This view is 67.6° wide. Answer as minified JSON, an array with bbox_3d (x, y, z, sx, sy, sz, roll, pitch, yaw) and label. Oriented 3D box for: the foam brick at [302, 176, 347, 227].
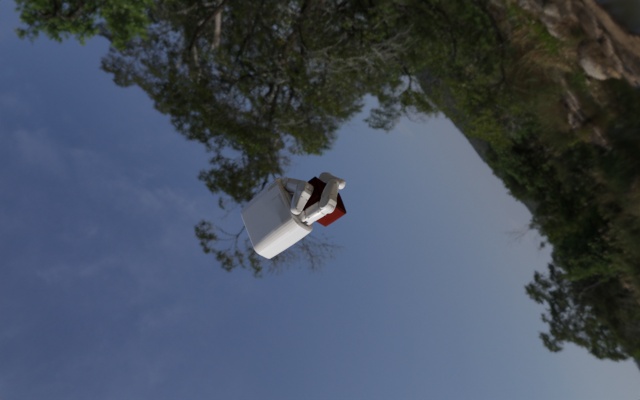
[{"bbox_3d":[0.000,0.003,0.879,0.051,0.053,0.078,-37,-46,21],"label":"foam brick"}]
